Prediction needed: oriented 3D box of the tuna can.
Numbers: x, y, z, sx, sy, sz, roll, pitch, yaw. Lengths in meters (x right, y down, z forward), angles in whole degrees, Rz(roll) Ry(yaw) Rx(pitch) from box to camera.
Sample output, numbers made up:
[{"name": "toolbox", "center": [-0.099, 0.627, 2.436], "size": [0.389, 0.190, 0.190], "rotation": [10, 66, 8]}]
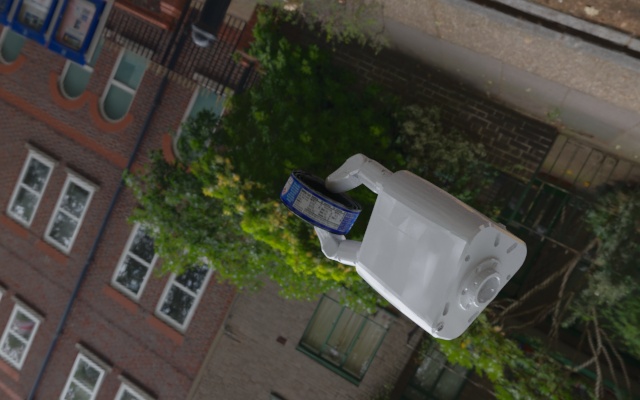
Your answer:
[{"name": "tuna can", "center": [0.000, 0.002, 0.514], "size": [0.086, 0.034, 0.086], "rotation": [28, 11, -6]}]
